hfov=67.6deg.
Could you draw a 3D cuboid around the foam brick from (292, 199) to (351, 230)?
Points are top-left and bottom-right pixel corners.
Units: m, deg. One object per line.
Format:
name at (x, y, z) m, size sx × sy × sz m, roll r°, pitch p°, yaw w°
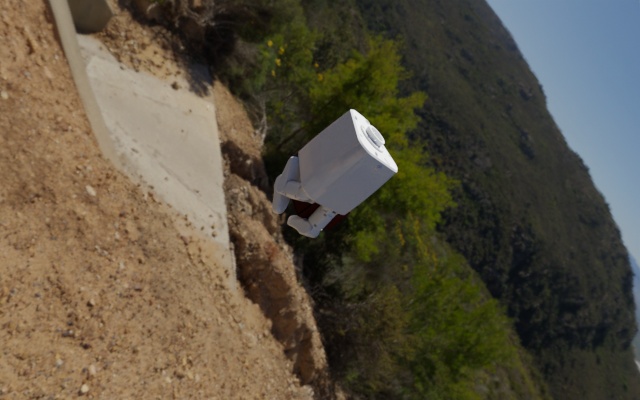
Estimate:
foam brick at (0.000, 0.003, 0.746) m, size 0.051 × 0.053 × 0.078 m, roll -39°, pitch -40°, yaw 22°
